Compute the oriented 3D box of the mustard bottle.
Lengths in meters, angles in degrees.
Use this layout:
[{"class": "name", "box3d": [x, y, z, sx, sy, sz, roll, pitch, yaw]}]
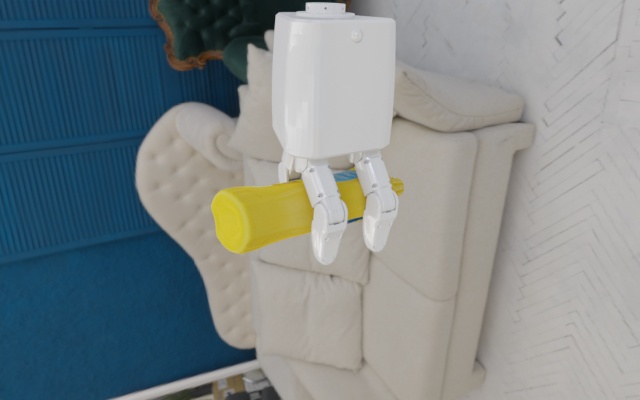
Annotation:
[{"class": "mustard bottle", "box3d": [0.000, 0.002, 0.459, 0.191, 0.058, 0.096, -12, 3, -28]}]
